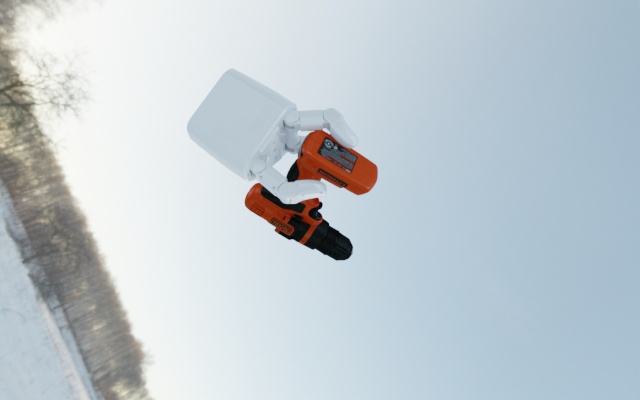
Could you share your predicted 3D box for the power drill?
[{"bbox_3d":[0.000,0.002,0.670,0.184,0.057,0.188,31,-43,-10],"label":"power drill"}]
